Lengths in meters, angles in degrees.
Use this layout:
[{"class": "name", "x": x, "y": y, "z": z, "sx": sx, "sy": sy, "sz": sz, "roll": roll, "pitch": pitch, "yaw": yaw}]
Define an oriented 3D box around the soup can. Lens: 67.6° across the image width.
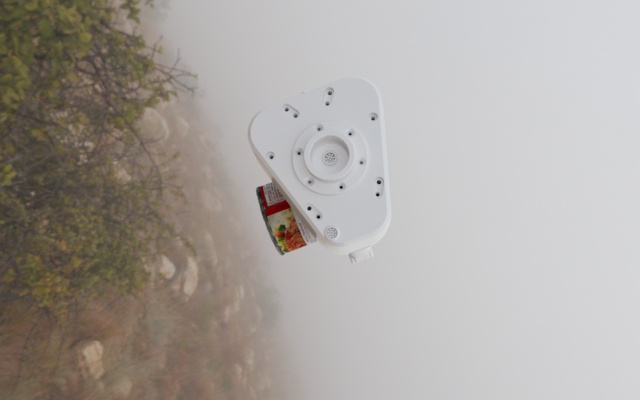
[{"class": "soup can", "x": 0.000, "y": 0.002, "z": 0.442, "sx": 0.102, "sy": 0.068, "sz": 0.068, "roll": -21, "pitch": 0, "yaw": 1}]
